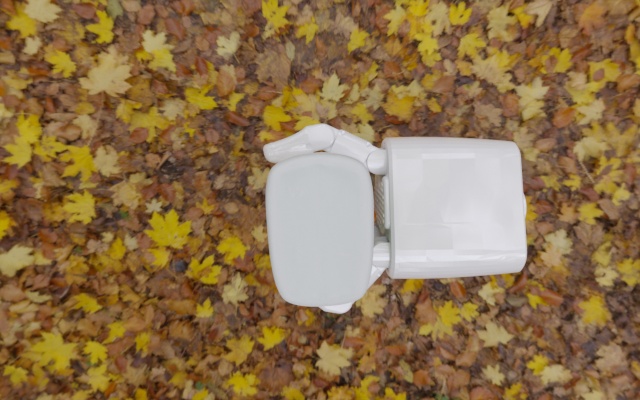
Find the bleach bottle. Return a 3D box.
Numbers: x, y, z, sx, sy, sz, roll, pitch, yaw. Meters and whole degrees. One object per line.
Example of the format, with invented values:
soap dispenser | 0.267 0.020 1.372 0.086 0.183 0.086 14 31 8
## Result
bleach bottle | 0.000 0.001 0.417 0.068 0.102 0.251 -2 10 0
